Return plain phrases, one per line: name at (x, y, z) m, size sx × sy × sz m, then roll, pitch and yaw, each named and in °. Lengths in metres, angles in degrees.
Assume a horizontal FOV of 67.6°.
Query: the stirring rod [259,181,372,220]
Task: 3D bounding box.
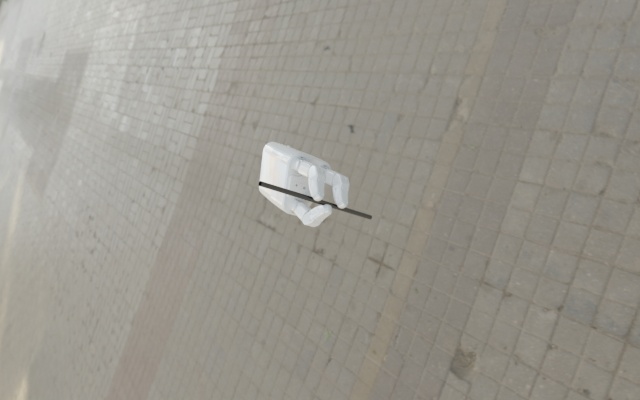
stirring rod at (0.000, 0.003, 0.784) m, size 0.239 × 0.011 × 0.011 m, roll 17°, pitch -11°, yaw -39°
